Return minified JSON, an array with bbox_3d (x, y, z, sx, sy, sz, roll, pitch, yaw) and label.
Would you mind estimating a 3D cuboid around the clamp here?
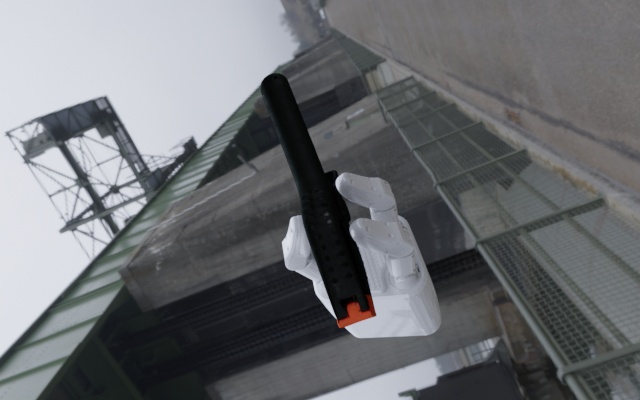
[{"bbox_3d":[-0.001,0.002,0.404,0.036,0.209,0.165,-22,-43,9],"label":"clamp"}]
